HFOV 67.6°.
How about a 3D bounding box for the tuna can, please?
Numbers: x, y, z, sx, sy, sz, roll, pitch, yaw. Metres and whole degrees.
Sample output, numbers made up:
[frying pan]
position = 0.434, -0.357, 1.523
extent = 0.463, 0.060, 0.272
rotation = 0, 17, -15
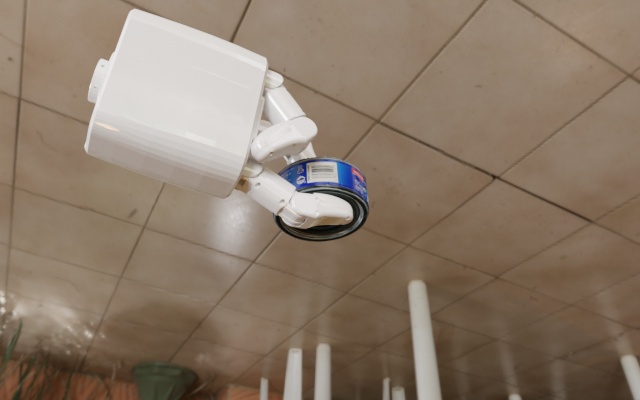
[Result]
[tuna can]
position = 0.000, 0.002, 0.425
extent = 0.086, 0.033, 0.086
rotation = -2, -37, -2
